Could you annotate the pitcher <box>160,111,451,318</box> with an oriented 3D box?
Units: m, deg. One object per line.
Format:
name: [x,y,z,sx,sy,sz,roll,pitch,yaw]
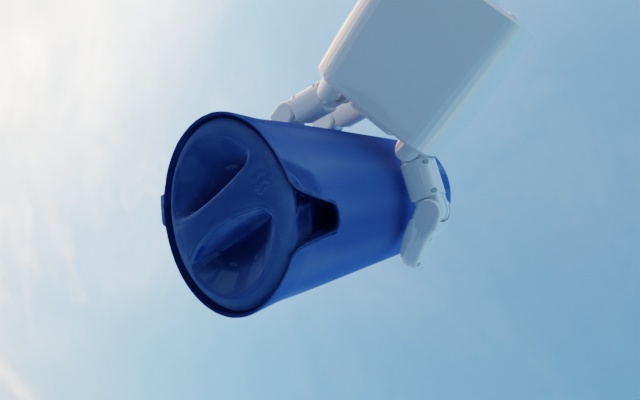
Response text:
pitcher: [0.000,0.001,0.401,0.243,0.145,0.149,-6,49,-50]
